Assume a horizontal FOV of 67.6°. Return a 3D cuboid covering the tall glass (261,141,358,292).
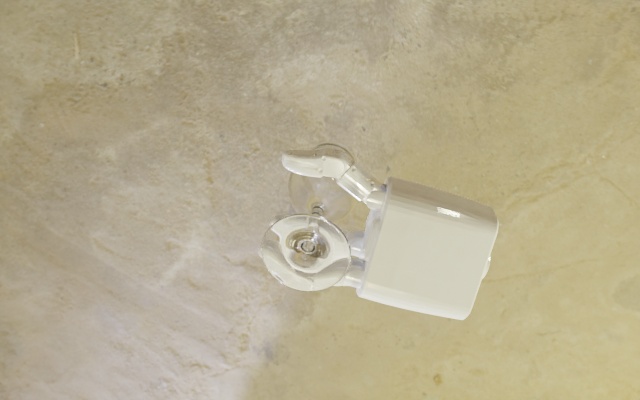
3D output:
[{"bbox_3d":[0.000,0.002,0.477,0.079,0.079,0.201,0,26,7],"label":"tall glass"}]
